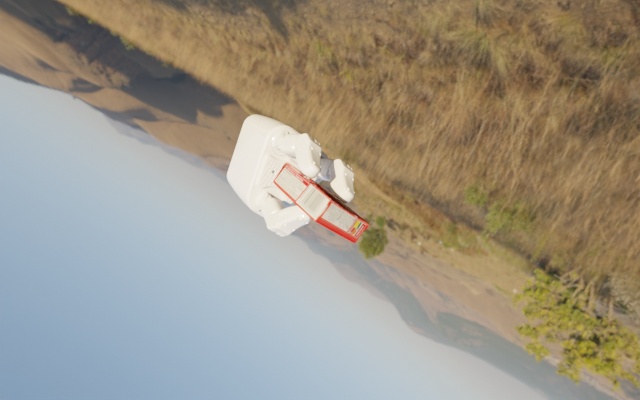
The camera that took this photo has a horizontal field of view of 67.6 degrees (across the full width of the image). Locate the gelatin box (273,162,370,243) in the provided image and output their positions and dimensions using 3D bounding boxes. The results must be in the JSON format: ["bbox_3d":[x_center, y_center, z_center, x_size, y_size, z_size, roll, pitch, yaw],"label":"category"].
[{"bbox_3d":[0.000,0.002,0.511,0.073,0.030,0.089,33,6,-46],"label":"gelatin box"}]
